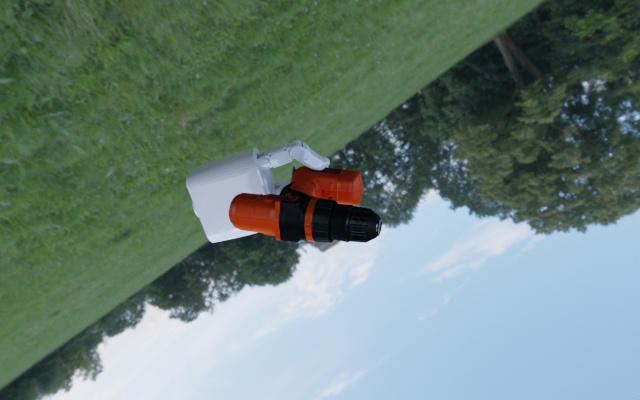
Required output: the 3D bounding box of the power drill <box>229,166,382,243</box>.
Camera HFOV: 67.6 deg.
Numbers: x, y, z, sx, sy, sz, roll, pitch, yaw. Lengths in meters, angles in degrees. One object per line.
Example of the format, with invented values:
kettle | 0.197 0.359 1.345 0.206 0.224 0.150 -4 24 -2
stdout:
power drill | 0.000 0.002 0.620 0.184 0.057 0.187 7 16 16
